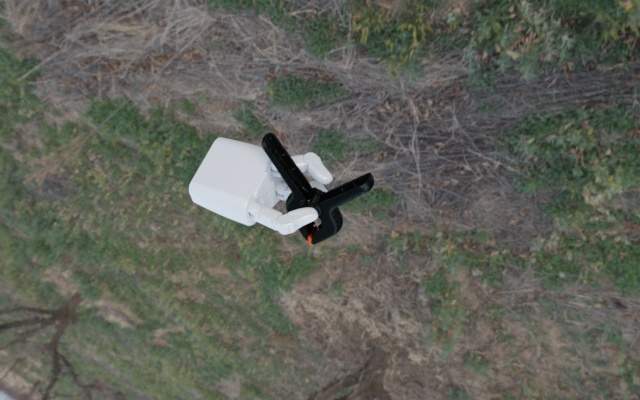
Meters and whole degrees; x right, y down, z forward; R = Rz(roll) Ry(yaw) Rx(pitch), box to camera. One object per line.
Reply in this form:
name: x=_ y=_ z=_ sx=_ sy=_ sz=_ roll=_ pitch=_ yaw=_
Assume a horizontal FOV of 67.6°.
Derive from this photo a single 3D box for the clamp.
clamp: x=0.000 y=0.003 z=0.700 sx=0.164 sy=0.036 sz=0.210 roll=20 pitch=-35 yaw=21
